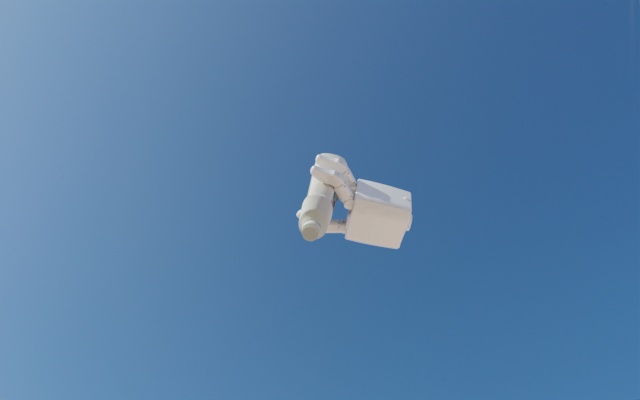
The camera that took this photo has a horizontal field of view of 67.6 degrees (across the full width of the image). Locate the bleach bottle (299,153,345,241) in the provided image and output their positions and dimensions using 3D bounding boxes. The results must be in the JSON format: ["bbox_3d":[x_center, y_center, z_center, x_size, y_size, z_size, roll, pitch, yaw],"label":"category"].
[{"bbox_3d":[0.000,0.003,0.892,0.068,0.103,0.250,12,30,3],"label":"bleach bottle"}]
